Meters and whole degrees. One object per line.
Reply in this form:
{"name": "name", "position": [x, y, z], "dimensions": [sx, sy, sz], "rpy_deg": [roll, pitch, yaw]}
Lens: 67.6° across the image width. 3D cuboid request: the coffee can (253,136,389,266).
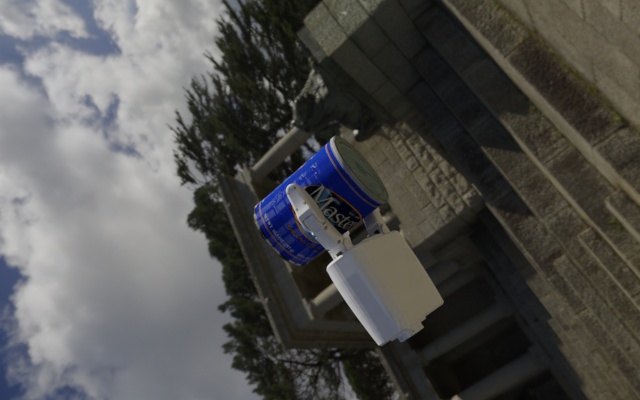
{"name": "coffee can", "position": [0.000, 0.002, 0.606], "dimensions": [0.140, 0.102, 0.103], "rpy_deg": [-40, -15, 19]}
